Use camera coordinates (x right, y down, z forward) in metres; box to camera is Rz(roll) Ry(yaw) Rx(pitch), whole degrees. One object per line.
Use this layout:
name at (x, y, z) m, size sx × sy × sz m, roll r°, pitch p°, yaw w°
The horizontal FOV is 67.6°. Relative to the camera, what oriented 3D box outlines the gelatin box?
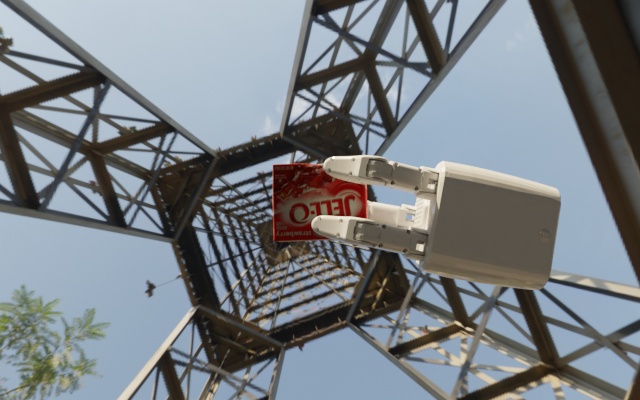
gelatin box at (0.000, 0.002, 0.453) m, size 0.089 × 0.073 × 0.030 m, roll -2°, pitch -7°, yaw 5°
